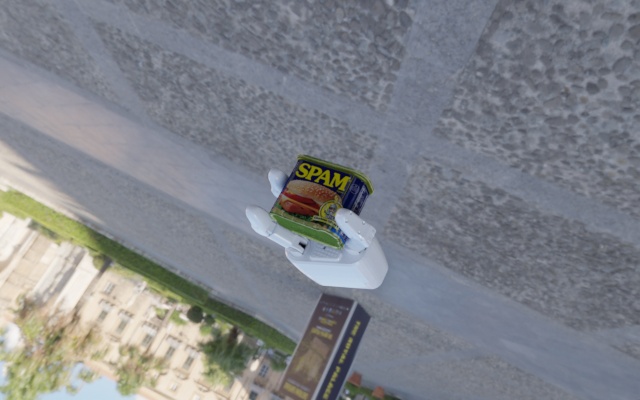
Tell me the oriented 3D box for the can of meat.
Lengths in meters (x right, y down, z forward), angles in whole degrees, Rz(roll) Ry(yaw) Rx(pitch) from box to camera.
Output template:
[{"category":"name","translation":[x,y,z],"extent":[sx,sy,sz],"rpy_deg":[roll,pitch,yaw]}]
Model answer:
[{"category":"can of meat","translation":[0.000,0.002,0.572],"extent":[0.102,0.084,0.057],"rpy_deg":[19,-19,26]}]
